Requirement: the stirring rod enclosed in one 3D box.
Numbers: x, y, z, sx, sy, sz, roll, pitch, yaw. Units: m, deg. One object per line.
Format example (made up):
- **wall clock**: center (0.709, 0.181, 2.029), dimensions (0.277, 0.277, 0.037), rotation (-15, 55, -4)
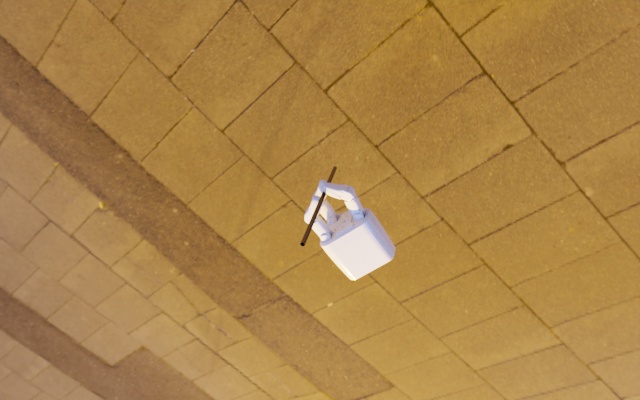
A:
- **stirring rod**: center (0.000, 0.003, 0.867), dimensions (0.011, 0.011, 0.239), rotation (0, 35, 17)
